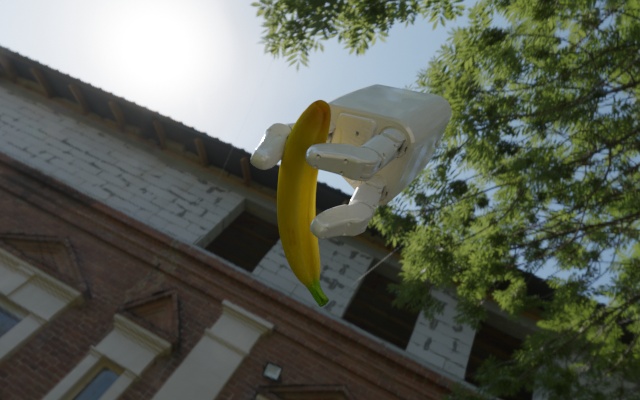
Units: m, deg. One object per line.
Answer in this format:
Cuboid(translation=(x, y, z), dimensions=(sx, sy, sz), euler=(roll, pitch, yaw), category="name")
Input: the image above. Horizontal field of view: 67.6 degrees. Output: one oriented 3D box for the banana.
Cuboid(translation=(-0.013, 0.000, 0.454), dimensions=(0.069, 0.198, 0.037), euler=(18, 29, 40), category="banana")
